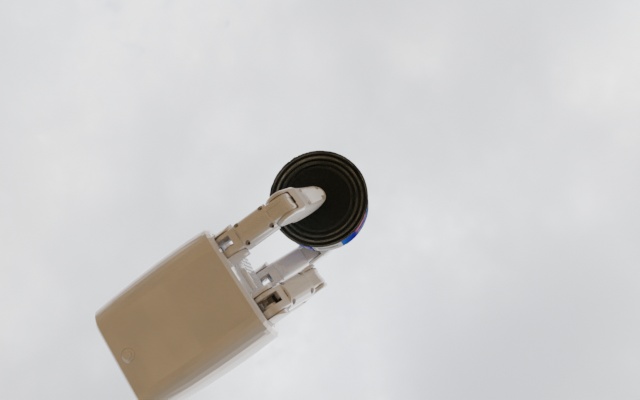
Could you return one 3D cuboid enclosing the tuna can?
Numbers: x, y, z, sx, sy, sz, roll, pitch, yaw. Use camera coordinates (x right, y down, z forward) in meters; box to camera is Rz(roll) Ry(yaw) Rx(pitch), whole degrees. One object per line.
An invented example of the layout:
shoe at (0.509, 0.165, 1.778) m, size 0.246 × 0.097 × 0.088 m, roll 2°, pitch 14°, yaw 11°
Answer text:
tuna can at (0.000, 0.001, 0.424) m, size 0.086 × 0.086 × 0.034 m, roll 0°, pitch -13°, yaw 8°
